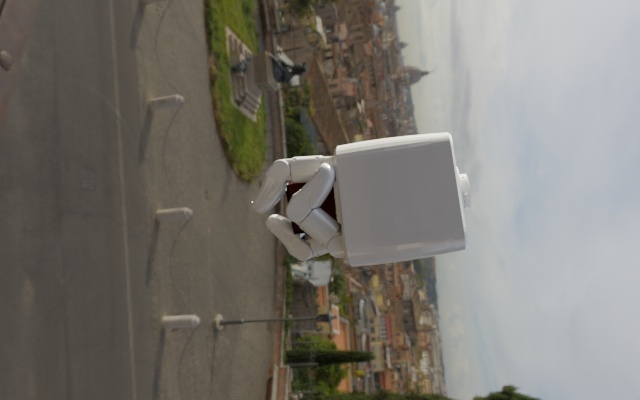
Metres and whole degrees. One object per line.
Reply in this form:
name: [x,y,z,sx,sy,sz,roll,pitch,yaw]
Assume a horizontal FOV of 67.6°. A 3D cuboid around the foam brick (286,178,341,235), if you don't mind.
foam brick: [0.000,0.002,0.505,0.051,0.053,0.078,-9,6,11]
